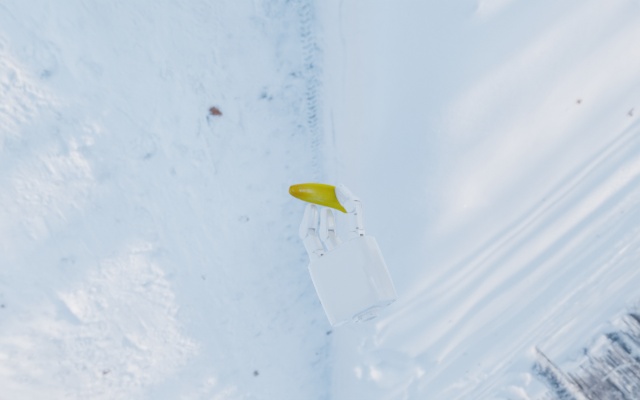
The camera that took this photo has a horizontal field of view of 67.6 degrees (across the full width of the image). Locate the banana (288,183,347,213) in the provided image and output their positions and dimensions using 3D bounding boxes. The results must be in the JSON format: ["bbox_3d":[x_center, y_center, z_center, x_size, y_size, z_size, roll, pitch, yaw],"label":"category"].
[{"bbox_3d":[0.018,0.000,0.826,0.069,0.037,0.198,-12,-15,22],"label":"banana"}]
